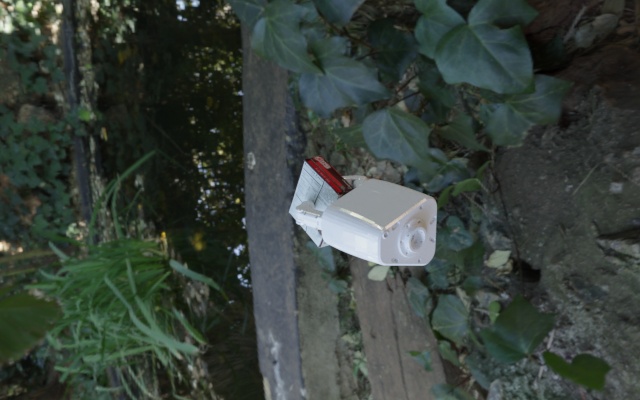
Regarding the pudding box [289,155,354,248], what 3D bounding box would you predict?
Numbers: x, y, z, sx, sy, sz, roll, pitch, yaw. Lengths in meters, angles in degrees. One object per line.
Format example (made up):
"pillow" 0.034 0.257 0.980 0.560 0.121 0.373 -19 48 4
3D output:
"pudding box" 0.000 0.002 0.726 0.039 0.114 0.090 -14 49 -37
